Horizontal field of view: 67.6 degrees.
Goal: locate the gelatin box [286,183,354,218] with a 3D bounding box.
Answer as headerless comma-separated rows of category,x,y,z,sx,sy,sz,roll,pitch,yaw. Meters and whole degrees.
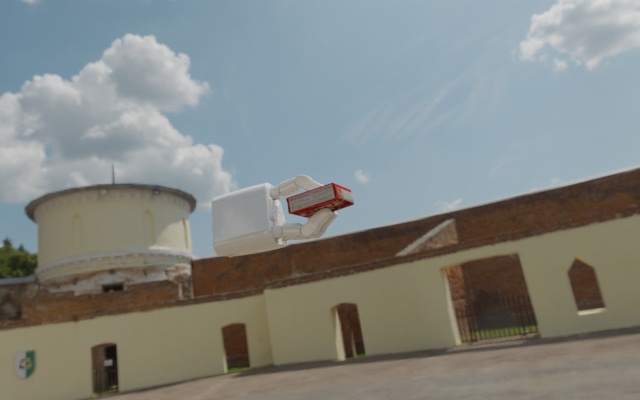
gelatin box,0.000,0.002,0.782,0.089,0.030,0.073,-19,-16,23
